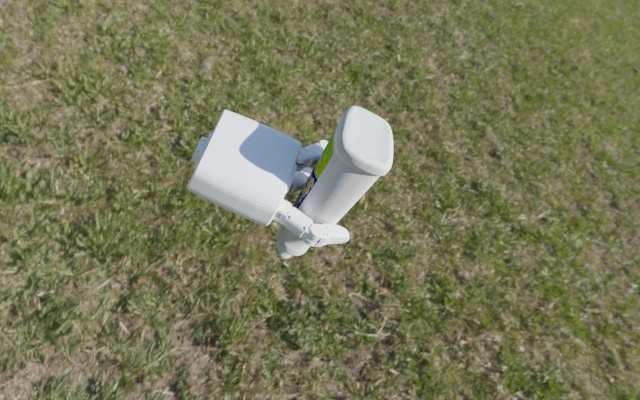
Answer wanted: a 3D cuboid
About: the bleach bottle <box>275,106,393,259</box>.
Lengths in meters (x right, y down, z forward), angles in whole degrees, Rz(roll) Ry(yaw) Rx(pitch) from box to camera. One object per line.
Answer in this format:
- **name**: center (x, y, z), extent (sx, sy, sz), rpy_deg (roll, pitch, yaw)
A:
- **bleach bottle**: center (0.000, 0.002, 0.617), extent (0.068, 0.102, 0.251), rpy_deg (25, -48, -12)
